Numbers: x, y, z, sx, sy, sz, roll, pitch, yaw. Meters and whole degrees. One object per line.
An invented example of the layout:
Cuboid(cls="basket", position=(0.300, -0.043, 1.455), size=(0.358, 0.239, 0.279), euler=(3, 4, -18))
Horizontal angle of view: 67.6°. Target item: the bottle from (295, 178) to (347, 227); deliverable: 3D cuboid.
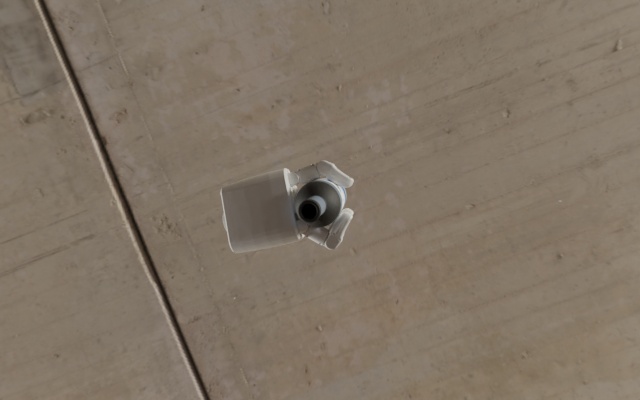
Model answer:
Cuboid(cls="bottle", position=(0.000, 0.002, 0.709), size=(0.069, 0.069, 0.295), euler=(0, 4, 5))
